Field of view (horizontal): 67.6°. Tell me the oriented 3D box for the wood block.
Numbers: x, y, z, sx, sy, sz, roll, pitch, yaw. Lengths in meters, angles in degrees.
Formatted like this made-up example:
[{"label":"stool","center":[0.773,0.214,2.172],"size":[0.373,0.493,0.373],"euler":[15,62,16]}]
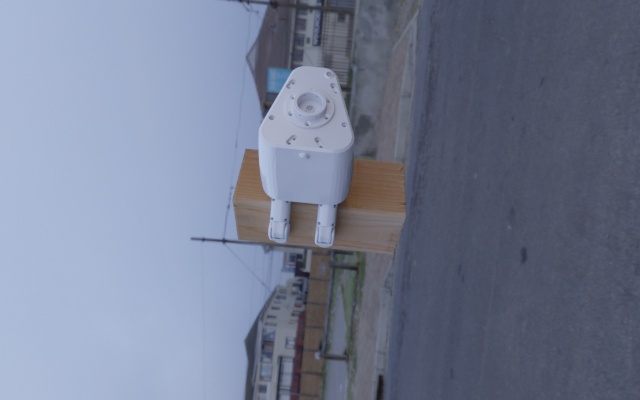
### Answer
[{"label":"wood block","center":[0.000,0.002,0.622],"size":[0.206,0.090,0.090],"euler":[6,-38,1]}]
